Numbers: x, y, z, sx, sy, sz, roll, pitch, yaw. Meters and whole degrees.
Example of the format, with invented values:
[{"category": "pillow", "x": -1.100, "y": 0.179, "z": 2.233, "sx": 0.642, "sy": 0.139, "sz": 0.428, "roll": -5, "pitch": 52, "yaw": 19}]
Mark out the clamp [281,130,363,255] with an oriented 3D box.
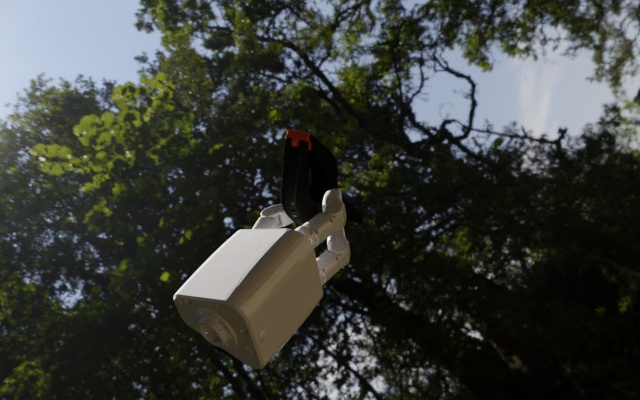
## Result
[{"category": "clamp", "x": -0.001, "y": 0.001, "z": 0.576, "sx": 0.036, "sy": 0.210, "sz": 0.164, "roll": 14, "pitch": 41, "yaw": 29}]
